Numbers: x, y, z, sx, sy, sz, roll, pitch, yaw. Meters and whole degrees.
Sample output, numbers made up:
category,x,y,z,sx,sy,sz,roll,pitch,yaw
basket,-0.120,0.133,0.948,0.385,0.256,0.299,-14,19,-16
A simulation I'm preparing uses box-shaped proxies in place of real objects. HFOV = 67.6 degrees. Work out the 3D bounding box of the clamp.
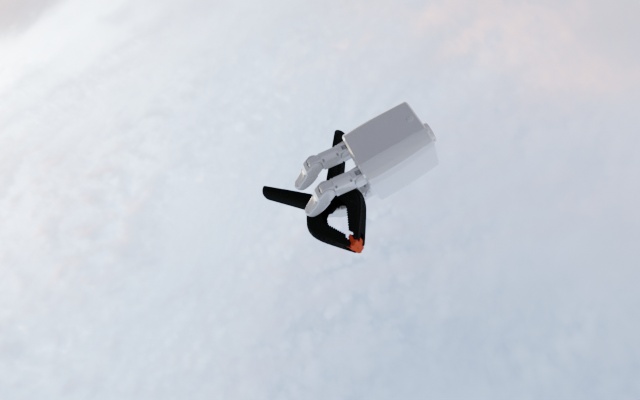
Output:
category,x,y,z,sx,sy,sz,roll,pitch,yaw
clamp,0.001,0.003,0.717,0.164,0.209,0.036,-33,-40,11
